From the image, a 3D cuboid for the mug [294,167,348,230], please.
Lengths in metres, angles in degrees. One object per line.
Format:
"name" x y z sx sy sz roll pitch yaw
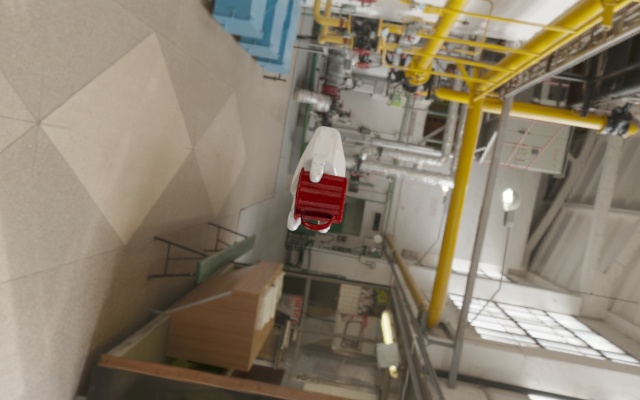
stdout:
"mug" 0.000 0.004 0.819 0.081 0.117 0.093 9 -43 3
